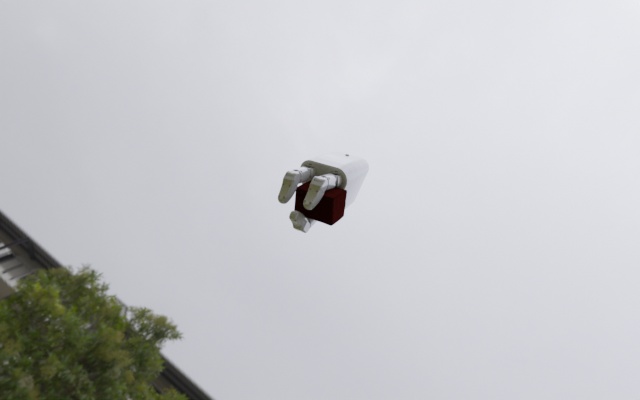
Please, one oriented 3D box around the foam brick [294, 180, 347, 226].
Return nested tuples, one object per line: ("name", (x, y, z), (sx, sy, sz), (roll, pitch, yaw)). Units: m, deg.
("foam brick", (0.000, 0.003, 0.834), (0.078, 0.053, 0.051), (18, 25, 26))
